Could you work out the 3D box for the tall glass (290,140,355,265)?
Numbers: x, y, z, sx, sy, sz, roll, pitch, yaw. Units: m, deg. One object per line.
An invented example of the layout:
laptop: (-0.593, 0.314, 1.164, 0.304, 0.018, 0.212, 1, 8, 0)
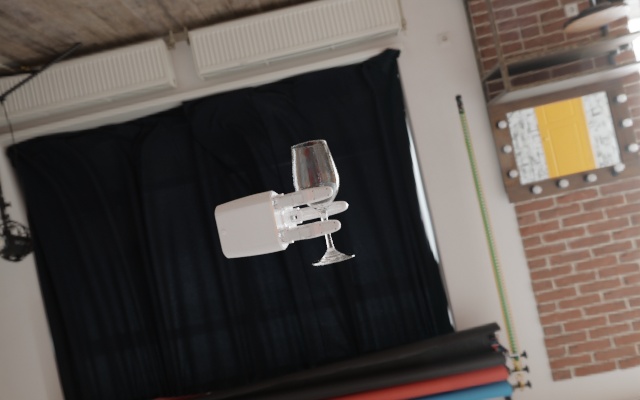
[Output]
tall glass: (0.000, 0.003, 0.803, 0.079, 0.201, 0.079, -12, -1, 0)
